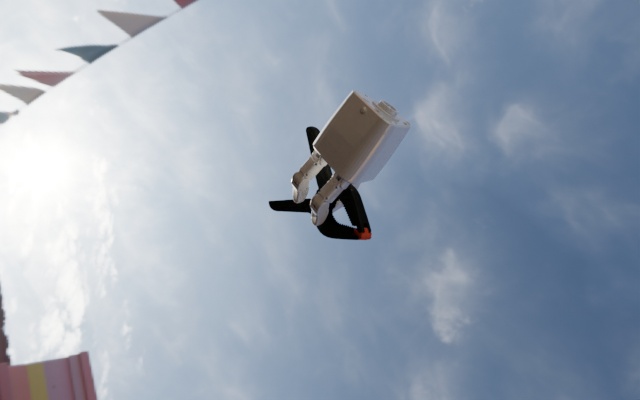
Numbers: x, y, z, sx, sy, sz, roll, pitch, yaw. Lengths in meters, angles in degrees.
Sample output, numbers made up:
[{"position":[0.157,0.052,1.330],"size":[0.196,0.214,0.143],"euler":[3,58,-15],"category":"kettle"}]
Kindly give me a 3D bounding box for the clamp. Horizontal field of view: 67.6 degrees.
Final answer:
[{"position":[0.001,0.003,0.775],"size":[0.036,0.165,0.210],"euler":[3,39,-49],"category":"clamp"}]
